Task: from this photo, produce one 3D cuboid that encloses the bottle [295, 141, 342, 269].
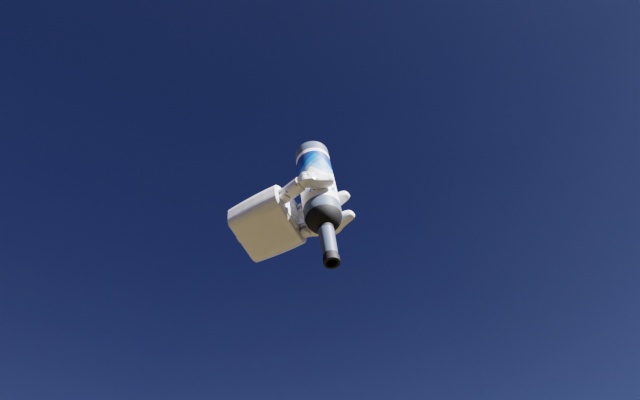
[{"bbox_3d":[0.000,0.003,0.854,0.069,0.069,0.295,0,41,-9],"label":"bottle"}]
